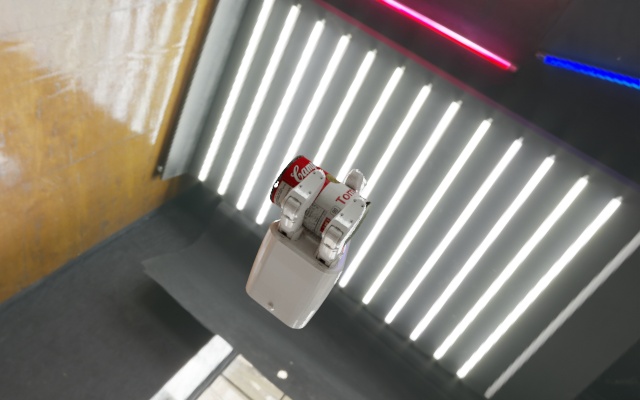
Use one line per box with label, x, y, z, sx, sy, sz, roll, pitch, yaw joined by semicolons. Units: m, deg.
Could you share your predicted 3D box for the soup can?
soup can;0.001;0.002;0.561;0.102;0.068;0.068;35;8;13
